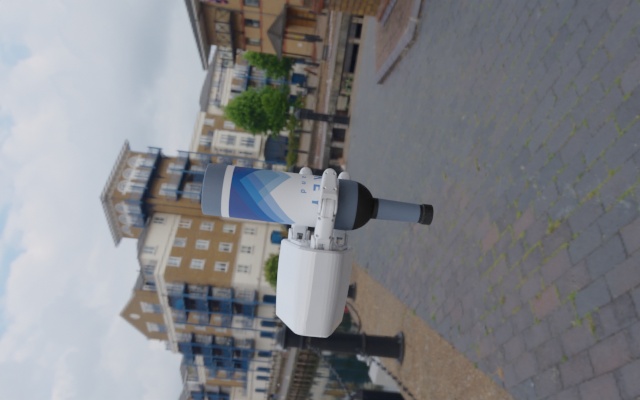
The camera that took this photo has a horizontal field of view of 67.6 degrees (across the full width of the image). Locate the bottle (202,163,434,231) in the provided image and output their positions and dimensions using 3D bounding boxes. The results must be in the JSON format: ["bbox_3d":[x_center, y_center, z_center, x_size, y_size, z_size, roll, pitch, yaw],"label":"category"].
[{"bbox_3d":[0.000,0.002,0.622,0.296,0.069,0.069,7,-1,-4],"label":"bottle"}]
